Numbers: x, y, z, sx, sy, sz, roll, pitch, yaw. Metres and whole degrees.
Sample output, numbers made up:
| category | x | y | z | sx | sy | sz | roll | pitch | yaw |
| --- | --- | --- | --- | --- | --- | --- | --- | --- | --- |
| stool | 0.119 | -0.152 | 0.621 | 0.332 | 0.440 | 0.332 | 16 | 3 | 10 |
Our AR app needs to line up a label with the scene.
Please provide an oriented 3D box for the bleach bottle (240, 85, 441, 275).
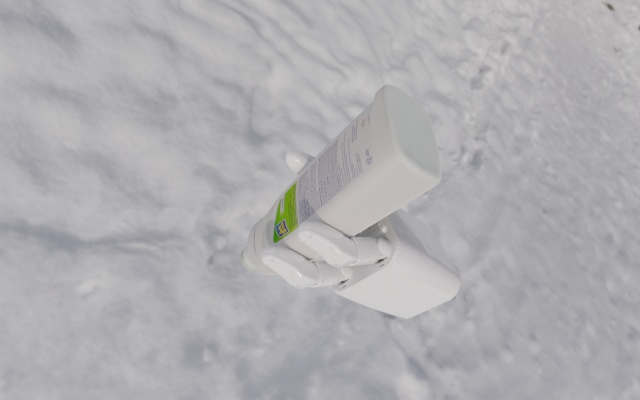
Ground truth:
| category | x | y | z | sx | sy | sz | roll | pitch | yaw |
| --- | --- | --- | --- | --- | --- | --- | --- | --- | --- |
| bleach bottle | 0.000 | 0.002 | 0.478 | 0.068 | 0.102 | 0.251 | 28 | -46 | -30 |
